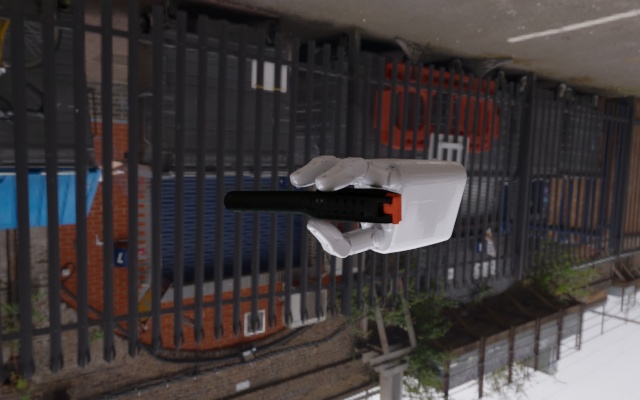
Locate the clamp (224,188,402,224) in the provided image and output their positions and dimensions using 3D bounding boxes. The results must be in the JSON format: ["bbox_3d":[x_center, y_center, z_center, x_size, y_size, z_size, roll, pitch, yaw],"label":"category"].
[{"bbox_3d":[0.001,0.003,0.529,0.164,0.036,0.210,-7,9,-32],"label":"clamp"}]
